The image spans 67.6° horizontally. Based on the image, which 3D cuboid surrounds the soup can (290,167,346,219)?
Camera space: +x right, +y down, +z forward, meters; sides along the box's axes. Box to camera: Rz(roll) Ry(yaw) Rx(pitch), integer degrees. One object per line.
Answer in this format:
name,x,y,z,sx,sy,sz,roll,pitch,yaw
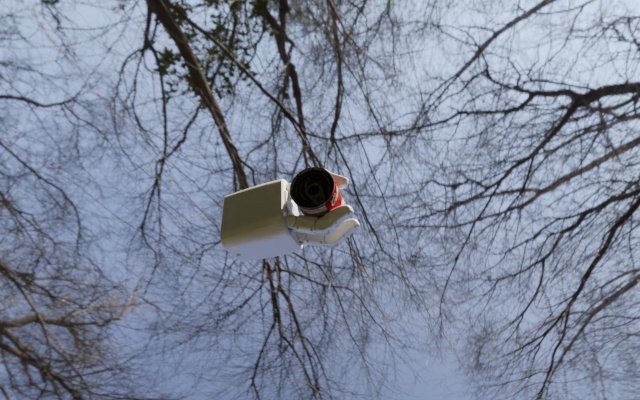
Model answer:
soup can,0.001,0.002,0.738,0.068,0.068,0.102,0,-26,16
